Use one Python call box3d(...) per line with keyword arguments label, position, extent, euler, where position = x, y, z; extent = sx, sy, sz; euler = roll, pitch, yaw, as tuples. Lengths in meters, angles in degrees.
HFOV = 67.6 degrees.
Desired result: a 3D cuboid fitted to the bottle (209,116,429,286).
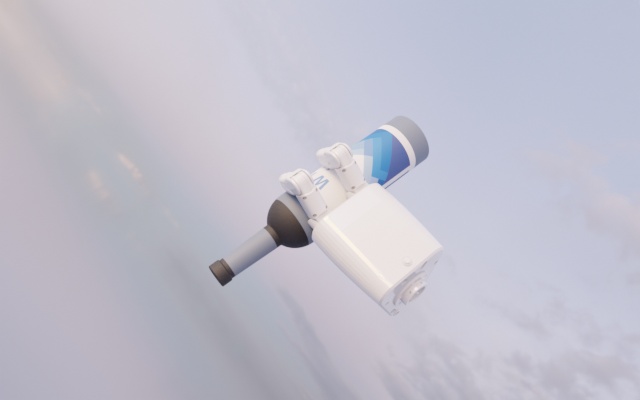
box3d(label="bottle", position=(0.000, 0.002, 0.563), extent=(0.295, 0.069, 0.069), euler=(-35, 12, -18))
